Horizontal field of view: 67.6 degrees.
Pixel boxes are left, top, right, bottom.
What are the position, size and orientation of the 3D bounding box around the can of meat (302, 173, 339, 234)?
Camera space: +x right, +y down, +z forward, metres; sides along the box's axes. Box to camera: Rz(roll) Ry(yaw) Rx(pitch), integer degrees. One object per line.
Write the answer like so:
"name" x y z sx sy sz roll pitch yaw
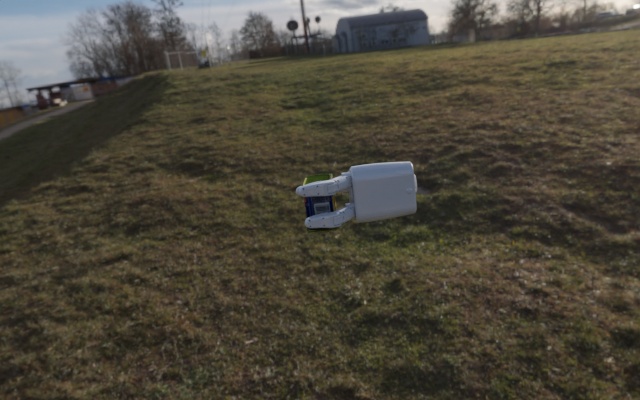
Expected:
"can of meat" 0.000 0.002 0.846 0.057 0.084 0.102 -6 15 4
